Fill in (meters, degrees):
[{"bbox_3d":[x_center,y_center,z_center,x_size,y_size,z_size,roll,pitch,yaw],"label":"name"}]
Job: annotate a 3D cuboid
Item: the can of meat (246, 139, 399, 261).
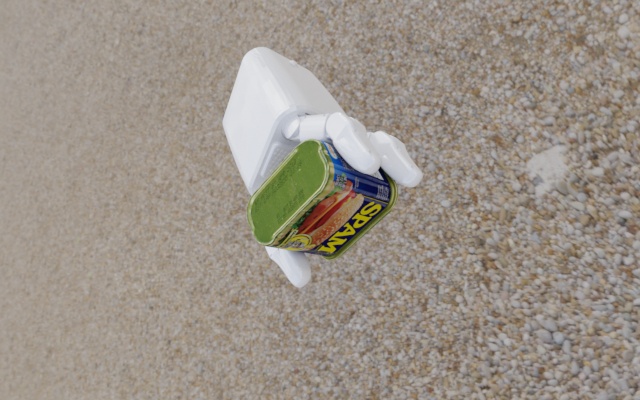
[{"bbox_3d":[0.000,0.001,0.402,0.084,0.057,0.102,15,-51,-44],"label":"can of meat"}]
